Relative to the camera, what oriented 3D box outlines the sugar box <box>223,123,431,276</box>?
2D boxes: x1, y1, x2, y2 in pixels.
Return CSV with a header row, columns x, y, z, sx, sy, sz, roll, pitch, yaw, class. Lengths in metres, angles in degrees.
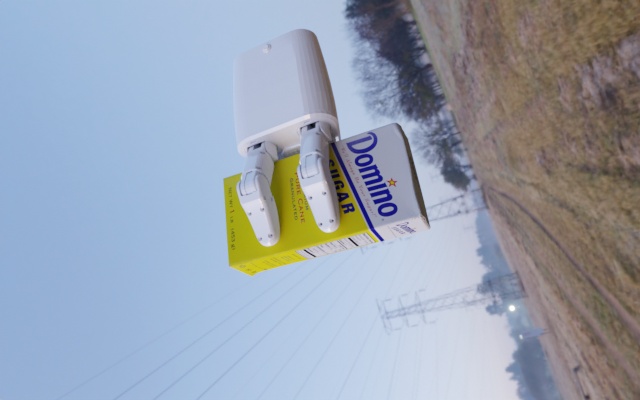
x,y,z,sx,sy,sz,roll,pitch,yaw,class
0.000,0.001,0.429,0.176,0.093,0.048,-18,-25,18,sugar box
